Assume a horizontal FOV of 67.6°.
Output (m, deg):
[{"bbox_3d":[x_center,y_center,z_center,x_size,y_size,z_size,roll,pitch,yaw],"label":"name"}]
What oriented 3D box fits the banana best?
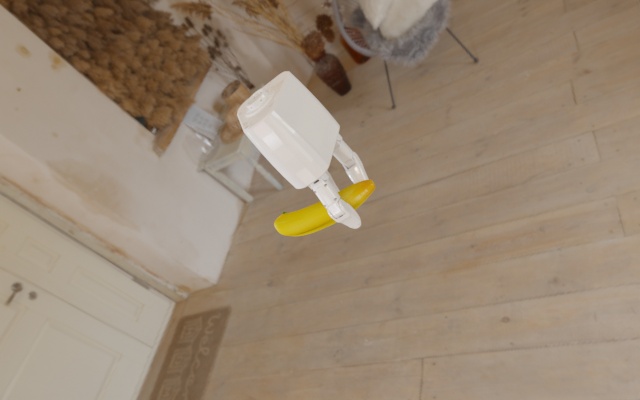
[{"bbox_3d":[-0.008,0.017,0.695,0.198,0.069,0.037,-18,-53,42],"label":"banana"}]
